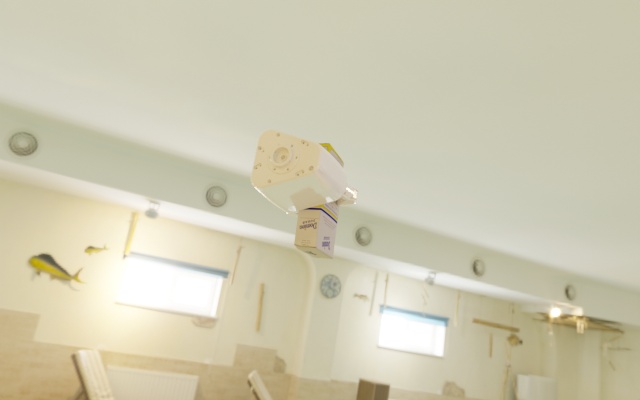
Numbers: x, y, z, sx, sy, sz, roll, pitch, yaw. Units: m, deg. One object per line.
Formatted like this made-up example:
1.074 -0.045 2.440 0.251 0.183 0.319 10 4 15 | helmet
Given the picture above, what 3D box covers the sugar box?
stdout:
0.000 0.002 0.802 0.048 0.176 0.093 4 -17 21 | sugar box
